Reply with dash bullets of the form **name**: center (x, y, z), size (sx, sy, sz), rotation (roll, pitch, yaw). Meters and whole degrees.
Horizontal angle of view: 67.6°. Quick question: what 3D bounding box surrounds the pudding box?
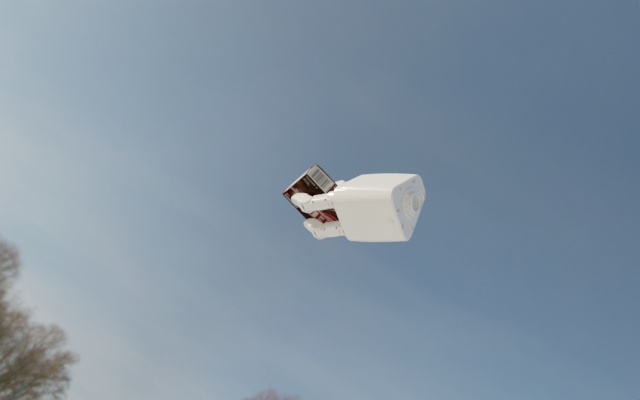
- **pudding box**: center (0.000, 0.003, 0.828), size (0.039, 0.113, 0.090), rotation (-46, 6, -40)
